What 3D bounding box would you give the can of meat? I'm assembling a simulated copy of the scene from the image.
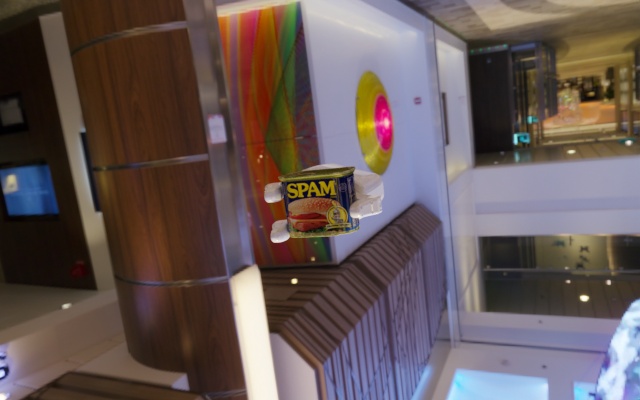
[{"bbox_3d":[0.000,0.002,0.644,0.102,0.084,0.057,-4,10,22],"label":"can of meat"}]
